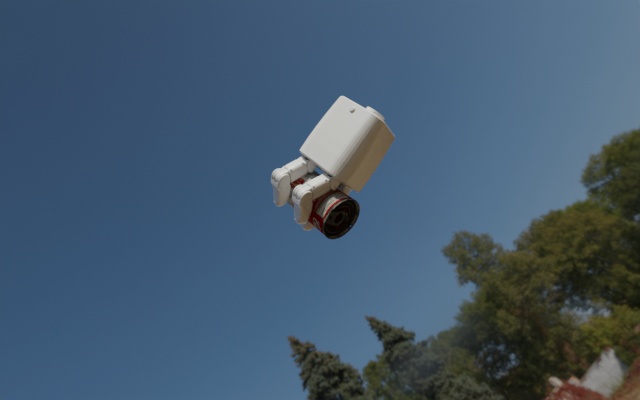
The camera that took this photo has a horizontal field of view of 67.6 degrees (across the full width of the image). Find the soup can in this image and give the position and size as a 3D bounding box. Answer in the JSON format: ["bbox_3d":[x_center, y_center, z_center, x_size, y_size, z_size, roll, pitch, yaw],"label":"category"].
[{"bbox_3d":[0.000,0.003,0.716,0.068,0.068,0.102,0,30,-45],"label":"soup can"}]
